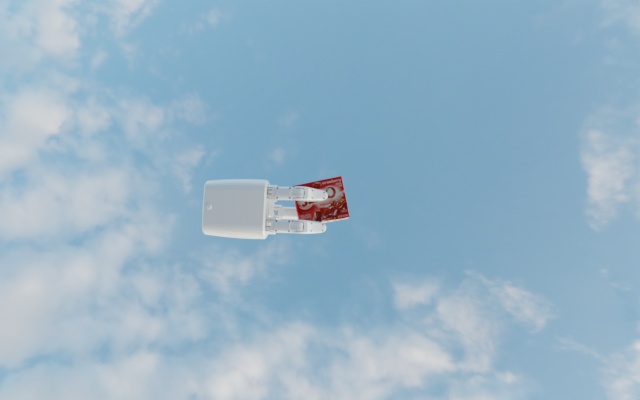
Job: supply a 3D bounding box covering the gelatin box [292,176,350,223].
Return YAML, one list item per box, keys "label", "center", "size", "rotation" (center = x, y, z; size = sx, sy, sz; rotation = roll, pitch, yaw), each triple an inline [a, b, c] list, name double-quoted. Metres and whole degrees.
- label: "gelatin box"
  center: [0.000, 0.003, 0.827]
  size: [0.089, 0.073, 0.030]
  rotation: [-11, -6, -3]
